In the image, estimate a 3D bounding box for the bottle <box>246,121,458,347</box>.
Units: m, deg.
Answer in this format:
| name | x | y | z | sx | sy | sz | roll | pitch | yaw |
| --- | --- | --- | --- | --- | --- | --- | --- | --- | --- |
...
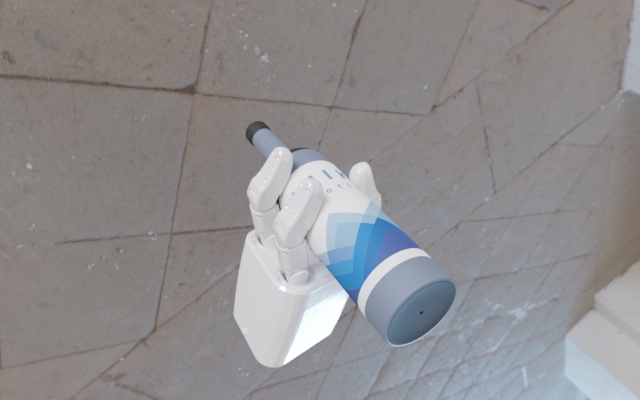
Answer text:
| name | x | y | z | sx | sy | sz | roll | pitch | yaw |
| --- | --- | --- | --- | --- | --- | --- | --- | --- | --- |
| bottle | 0.000 | 0.002 | 0.441 | 0.069 | 0.069 | 0.295 | 0 | 33 | -36 |
